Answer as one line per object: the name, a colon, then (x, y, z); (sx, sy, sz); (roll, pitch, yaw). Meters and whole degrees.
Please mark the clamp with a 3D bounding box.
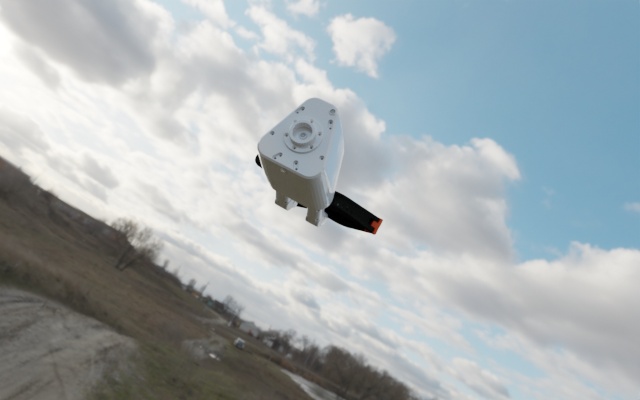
clamp: (0.001, 0.002, 0.770); (0.210, 0.036, 0.165); (27, -15, 13)
